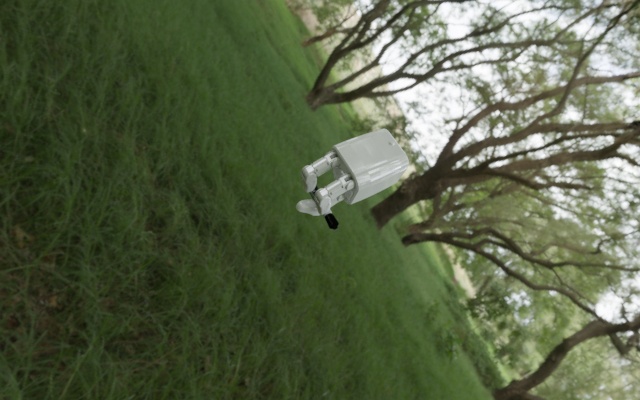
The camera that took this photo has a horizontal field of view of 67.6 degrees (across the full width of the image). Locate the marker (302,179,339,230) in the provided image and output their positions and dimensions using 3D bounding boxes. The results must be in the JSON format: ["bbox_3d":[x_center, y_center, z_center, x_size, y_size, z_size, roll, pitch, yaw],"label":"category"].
[{"bbox_3d":[0.000,0.003,0.865,0.020,0.121,0.020,-23,-30,-14],"label":"marker"}]
